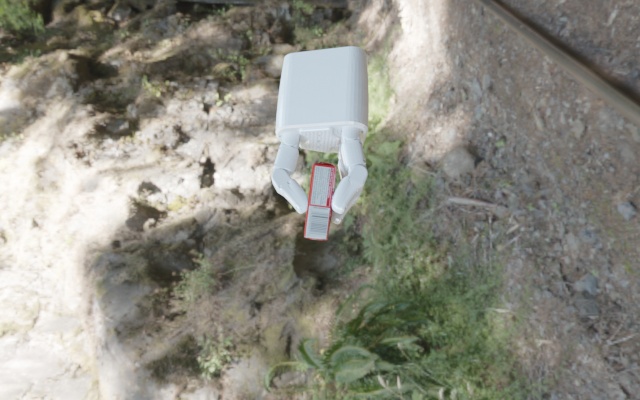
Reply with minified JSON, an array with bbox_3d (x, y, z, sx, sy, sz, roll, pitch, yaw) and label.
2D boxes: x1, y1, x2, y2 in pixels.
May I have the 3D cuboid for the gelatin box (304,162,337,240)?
[{"bbox_3d":[0.000,0.002,0.576,0.030,0.089,0.073,7,-2,-1],"label":"gelatin box"}]
